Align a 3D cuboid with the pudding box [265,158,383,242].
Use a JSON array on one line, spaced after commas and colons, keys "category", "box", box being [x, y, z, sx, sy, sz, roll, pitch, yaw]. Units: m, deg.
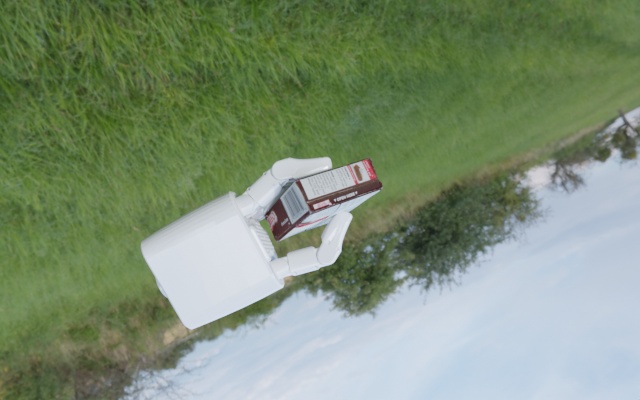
[{"category": "pudding box", "box": [0.000, 0.002, 0.506, 0.090, 0.039, 0.113, -20, -9, -27]}]
